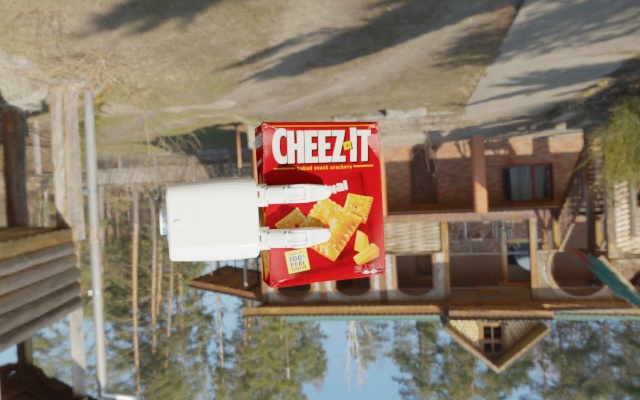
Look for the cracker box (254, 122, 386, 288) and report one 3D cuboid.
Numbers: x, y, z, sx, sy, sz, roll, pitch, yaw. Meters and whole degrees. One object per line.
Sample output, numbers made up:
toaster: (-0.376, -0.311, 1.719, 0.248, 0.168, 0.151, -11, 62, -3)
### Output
cracker box: (0.000, 0.002, 0.651, 0.164, 0.213, 0.072, -3, 2, -16)
